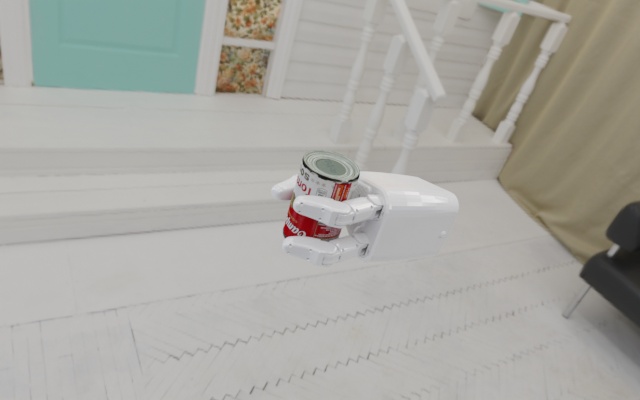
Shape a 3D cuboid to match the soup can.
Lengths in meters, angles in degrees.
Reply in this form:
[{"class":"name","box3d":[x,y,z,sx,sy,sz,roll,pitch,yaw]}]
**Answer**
[{"class":"soup can","box3d":[0.000,0.001,0.549,0.068,0.102,0.068,12,31,-8]}]
